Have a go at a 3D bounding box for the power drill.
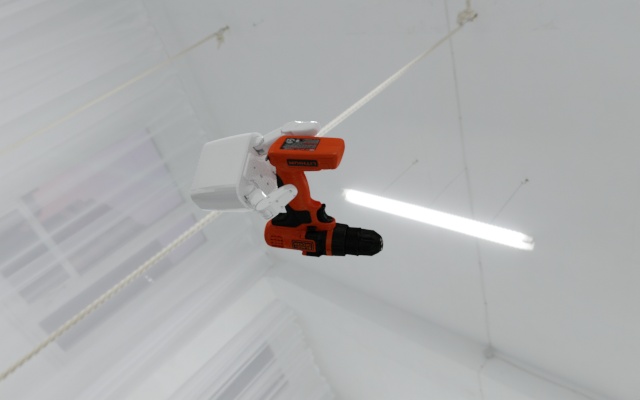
[{"bbox_3d":[0.000,0.002,0.692,0.184,0.188,0.057,4,33,11],"label":"power drill"}]
